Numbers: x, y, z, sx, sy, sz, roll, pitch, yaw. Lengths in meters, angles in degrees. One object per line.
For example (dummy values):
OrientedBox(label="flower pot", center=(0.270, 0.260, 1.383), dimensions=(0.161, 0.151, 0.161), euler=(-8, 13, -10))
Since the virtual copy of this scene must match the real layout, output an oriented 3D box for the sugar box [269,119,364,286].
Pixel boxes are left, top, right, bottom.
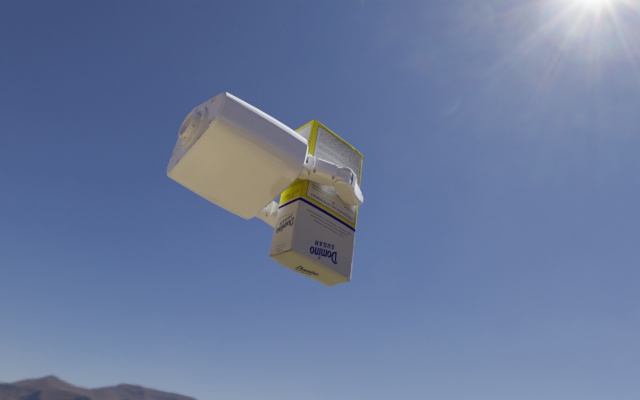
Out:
OrientedBox(label="sugar box", center=(0.000, 0.002, 0.563), dimensions=(0.093, 0.176, 0.048), euler=(32, -35, -32))
